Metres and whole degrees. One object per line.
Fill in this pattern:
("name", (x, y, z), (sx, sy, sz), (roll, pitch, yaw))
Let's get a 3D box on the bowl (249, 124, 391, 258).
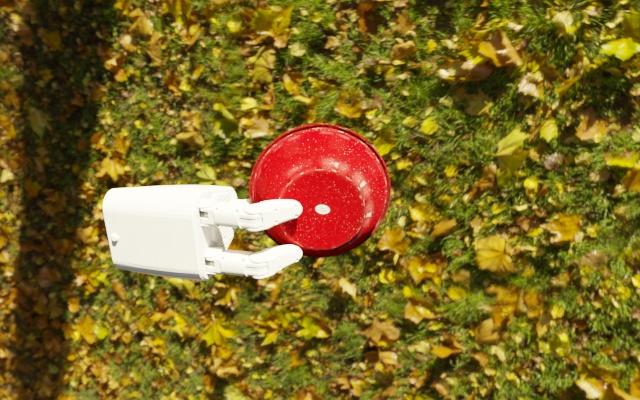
("bowl", (0.001, 0.002, 0.518), (0.162, 0.162, 0.055), (0, 21, -2))
